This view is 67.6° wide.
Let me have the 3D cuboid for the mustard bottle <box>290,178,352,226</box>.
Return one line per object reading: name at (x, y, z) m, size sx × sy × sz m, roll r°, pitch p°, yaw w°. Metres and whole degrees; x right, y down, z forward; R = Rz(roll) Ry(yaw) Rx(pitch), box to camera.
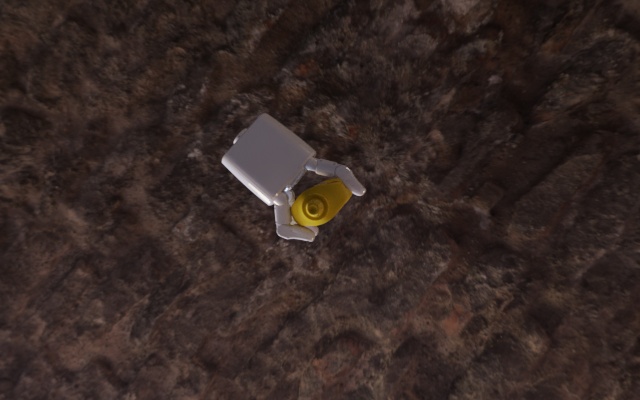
mustard bottle at (0.000, 0.003, 0.774) m, size 0.096 × 0.058 × 0.191 m, roll -25°, pitch 2°, yaw 8°
